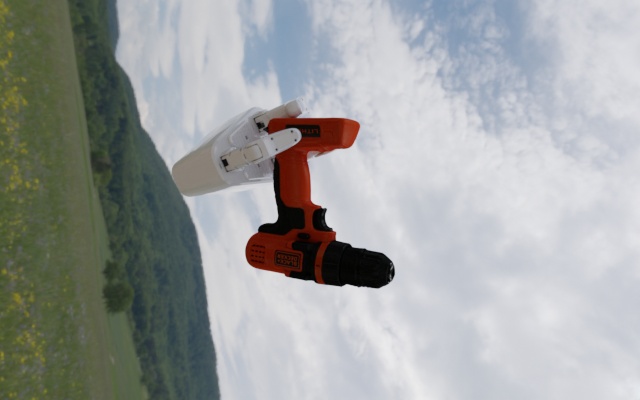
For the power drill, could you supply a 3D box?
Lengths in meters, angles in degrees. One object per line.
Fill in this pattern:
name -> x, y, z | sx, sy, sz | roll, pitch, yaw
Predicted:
power drill -> 0.000, 0.001, 0.542 | 0.184, 0.187, 0.057 | 6, 3, 24
